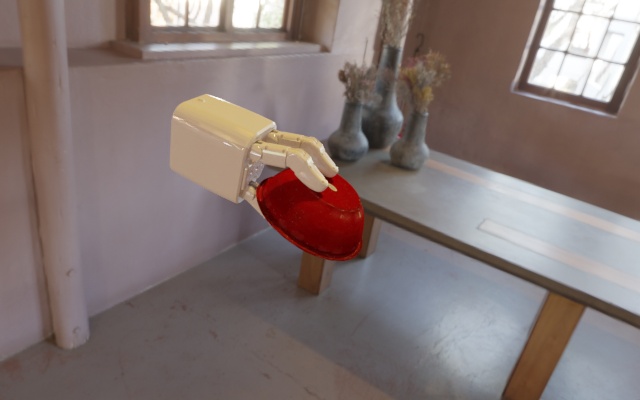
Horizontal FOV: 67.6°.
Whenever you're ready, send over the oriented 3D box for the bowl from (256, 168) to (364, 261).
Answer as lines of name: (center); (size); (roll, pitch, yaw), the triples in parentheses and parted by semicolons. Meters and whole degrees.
bowl: (0.001, 0.002, 0.624); (0.162, 0.055, 0.162); (26, 28, -16)
